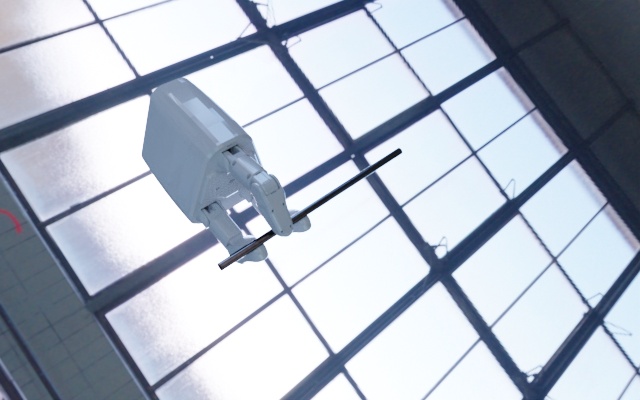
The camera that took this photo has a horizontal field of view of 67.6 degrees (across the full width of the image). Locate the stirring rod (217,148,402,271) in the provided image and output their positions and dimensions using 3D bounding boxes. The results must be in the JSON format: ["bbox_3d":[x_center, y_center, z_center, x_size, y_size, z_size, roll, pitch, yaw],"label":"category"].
[{"bbox_3d":[0.000,0.002,0.477,0.239,0.011,0.011,-33,17,-29],"label":"stirring rod"}]
